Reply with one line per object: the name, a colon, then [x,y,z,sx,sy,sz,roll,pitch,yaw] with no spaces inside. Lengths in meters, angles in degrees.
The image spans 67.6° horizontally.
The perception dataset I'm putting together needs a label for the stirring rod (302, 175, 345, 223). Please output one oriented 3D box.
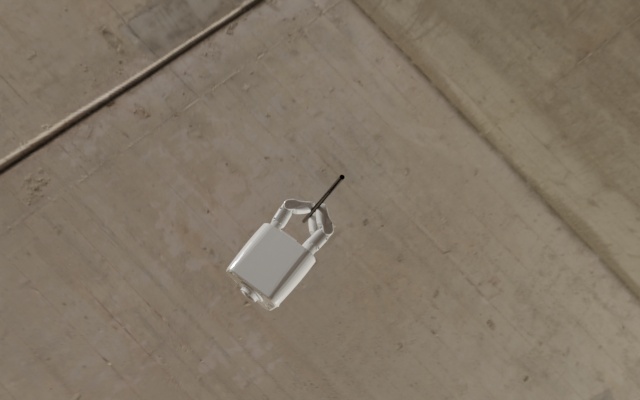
stirring rod: [0.000,0.003,0.821,0.011,0.011,0.240,0,-18,-16]
